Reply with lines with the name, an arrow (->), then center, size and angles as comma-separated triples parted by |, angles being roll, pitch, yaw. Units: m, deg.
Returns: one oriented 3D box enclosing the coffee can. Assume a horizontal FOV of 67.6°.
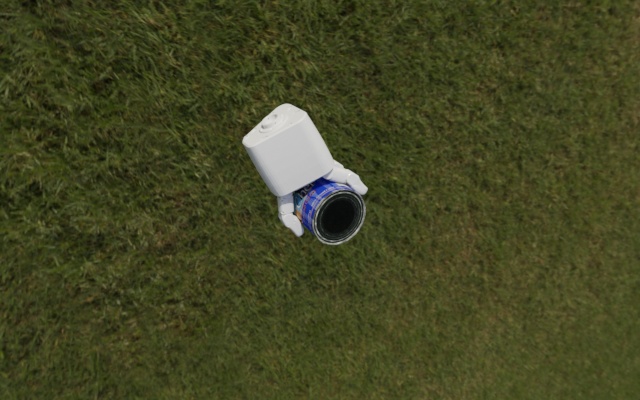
coffee can -> 0.000, 0.003, 0.851 | 0.103, 0.103, 0.140 | 0, 22, -30
